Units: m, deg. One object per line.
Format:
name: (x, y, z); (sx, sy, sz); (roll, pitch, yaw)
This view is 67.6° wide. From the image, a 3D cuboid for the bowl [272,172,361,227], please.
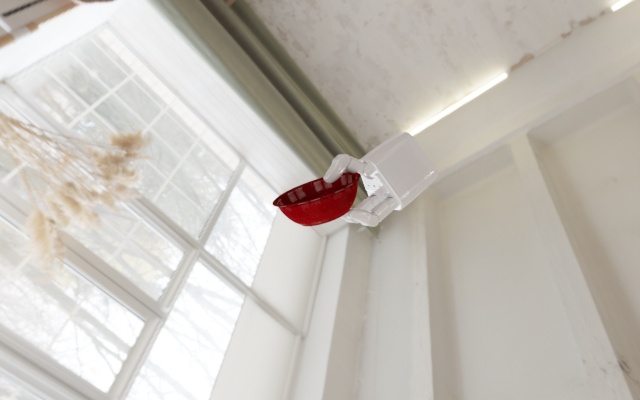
bowl: (-0.001, 0.004, 0.835); (0.162, 0.055, 0.162); (-17, 13, 4)
